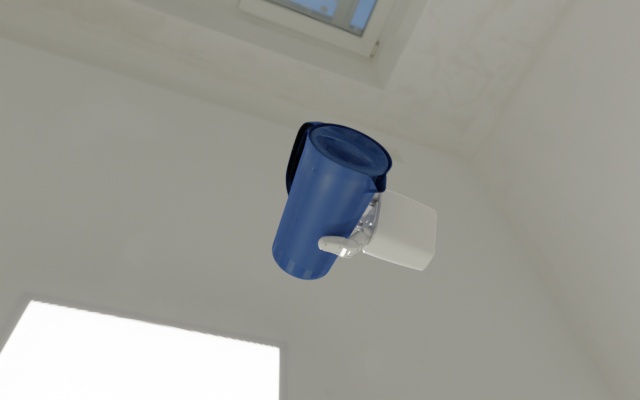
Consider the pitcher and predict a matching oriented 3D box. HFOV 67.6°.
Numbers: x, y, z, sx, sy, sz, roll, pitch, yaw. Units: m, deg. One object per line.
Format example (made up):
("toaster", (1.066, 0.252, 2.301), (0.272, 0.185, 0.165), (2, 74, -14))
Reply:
("pitcher", (0.000, 0.003, 0.767), (0.145, 0.243, 0.149), (20, 33, -7))
